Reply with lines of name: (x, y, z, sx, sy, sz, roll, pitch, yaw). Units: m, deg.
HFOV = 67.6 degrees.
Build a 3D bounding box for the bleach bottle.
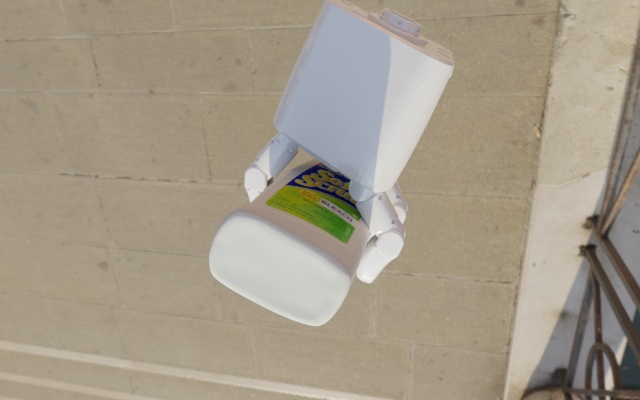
bleach bottle: (0.000, 0.002, 0.431, 0.102, 0.068, 0.250, 28, 27, 1)
